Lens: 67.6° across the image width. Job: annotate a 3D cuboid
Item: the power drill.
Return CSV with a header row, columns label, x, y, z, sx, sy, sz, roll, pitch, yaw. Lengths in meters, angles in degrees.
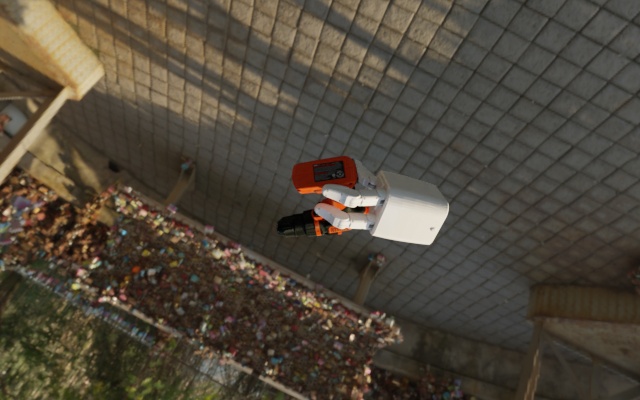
label,x,y,z,sx,sy,sz,roll,pitch,yaw
power drill,0.000,0.003,0.845,0.184,0.057,0.188,-11,-30,1
